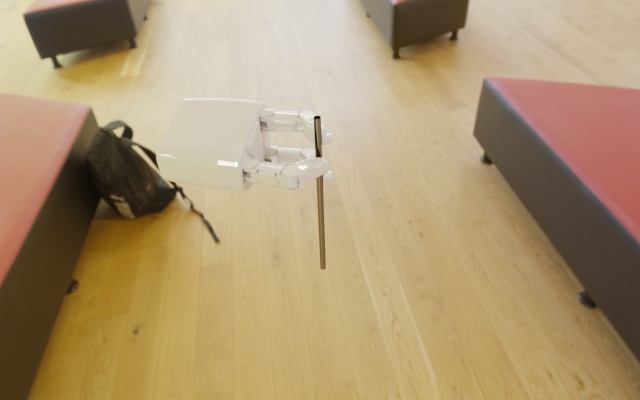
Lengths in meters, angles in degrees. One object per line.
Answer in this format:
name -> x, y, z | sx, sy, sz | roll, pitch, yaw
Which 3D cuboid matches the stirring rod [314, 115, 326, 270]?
stirring rod -> 0.000, 0.002, 0.600 | 0.011, 0.240, 0.011 | -1, 39, 1
